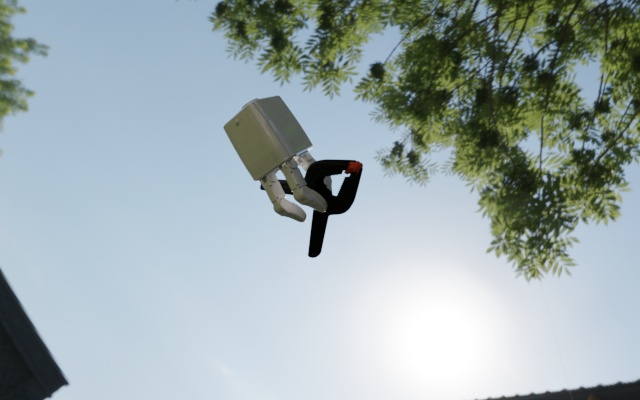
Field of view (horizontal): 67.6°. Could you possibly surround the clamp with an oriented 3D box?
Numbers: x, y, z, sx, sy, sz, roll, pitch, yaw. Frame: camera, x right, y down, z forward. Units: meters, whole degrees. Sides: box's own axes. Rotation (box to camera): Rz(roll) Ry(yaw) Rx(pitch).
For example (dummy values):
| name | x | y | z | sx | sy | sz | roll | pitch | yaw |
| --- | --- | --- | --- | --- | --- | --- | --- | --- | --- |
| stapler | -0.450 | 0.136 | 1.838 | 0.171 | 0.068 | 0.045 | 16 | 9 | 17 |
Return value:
| name | x | y | z | sx | sy | sz | roll | pitch | yaw |
| --- | --- | --- | --- | --- | --- | --- | --- | --- | --- |
| clamp | 0.001 | 0.002 | 0.792 | 0.210 | 0.164 | 0.036 | -29 | 4 | 43 |
